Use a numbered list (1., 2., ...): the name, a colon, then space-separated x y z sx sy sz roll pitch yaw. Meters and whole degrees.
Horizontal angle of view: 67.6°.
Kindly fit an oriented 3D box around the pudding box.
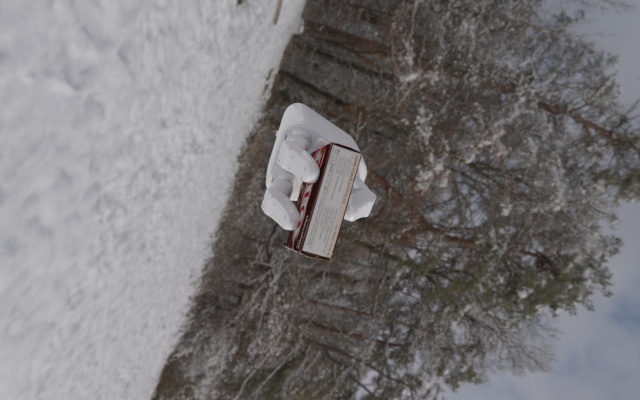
1. pudding box: 0.000 0.002 0.492 0.039 0.113 0.090 15 -4 -12
